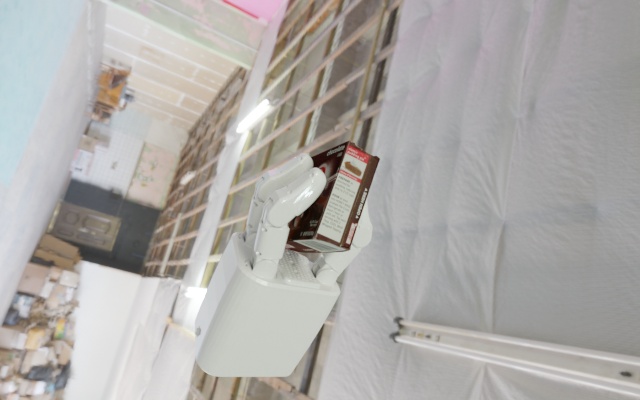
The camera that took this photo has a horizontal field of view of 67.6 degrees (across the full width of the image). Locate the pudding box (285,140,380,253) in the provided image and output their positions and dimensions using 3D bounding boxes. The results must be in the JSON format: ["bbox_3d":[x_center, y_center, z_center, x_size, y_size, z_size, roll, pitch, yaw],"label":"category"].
[{"bbox_3d":[0.000,0.002,0.441,0.039,0.090,0.113,25,-15,-23],"label":"pudding box"}]
